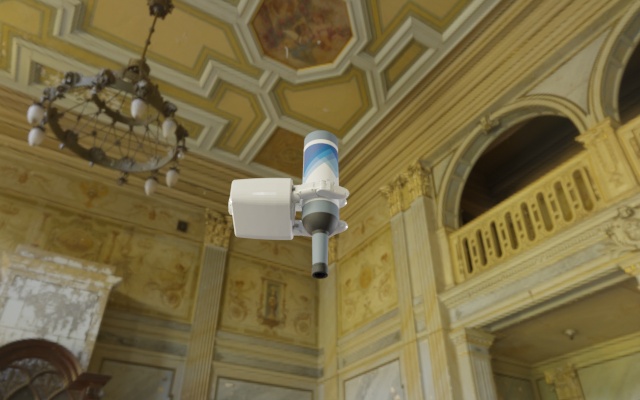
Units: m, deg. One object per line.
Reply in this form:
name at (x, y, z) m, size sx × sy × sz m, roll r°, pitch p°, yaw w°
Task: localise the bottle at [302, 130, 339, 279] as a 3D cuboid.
bottle at (0.000, 0.003, 0.864) m, size 0.069 × 0.295 × 0.069 m, roll 0°, pitch -36°, yaw 0°
